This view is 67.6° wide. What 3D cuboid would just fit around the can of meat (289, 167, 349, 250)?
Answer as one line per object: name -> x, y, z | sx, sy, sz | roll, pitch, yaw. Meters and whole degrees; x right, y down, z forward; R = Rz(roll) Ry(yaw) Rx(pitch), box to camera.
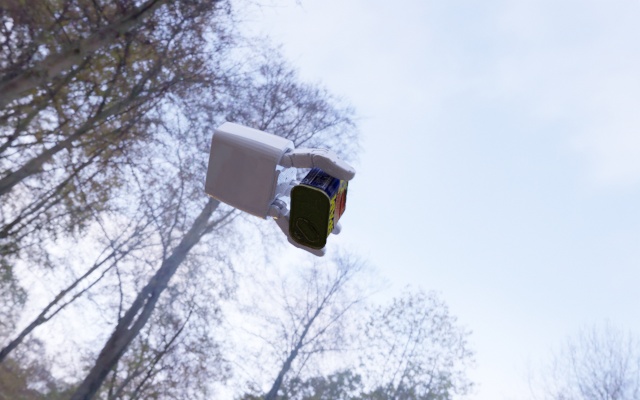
can of meat -> 0.000, 0.002, 0.665 | 0.057, 0.102, 0.084 | 17, 39, 16
